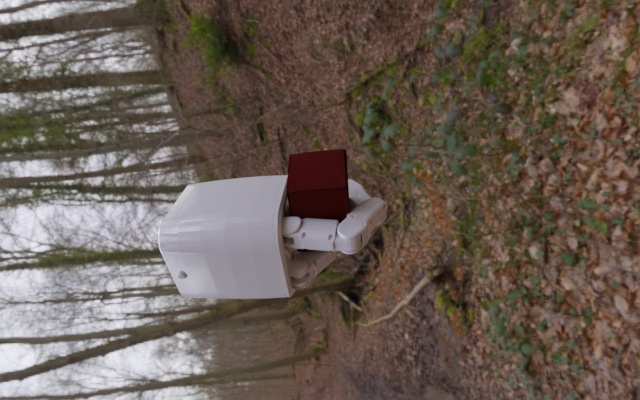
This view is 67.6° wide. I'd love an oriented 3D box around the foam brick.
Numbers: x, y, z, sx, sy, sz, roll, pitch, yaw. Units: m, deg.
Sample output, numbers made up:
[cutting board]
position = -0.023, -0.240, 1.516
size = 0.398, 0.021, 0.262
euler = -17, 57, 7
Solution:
[foam brick]
position = 0.000, 0.001, 0.427
size = 0.051, 0.078, 0.053
euler = -3, 42, 4
